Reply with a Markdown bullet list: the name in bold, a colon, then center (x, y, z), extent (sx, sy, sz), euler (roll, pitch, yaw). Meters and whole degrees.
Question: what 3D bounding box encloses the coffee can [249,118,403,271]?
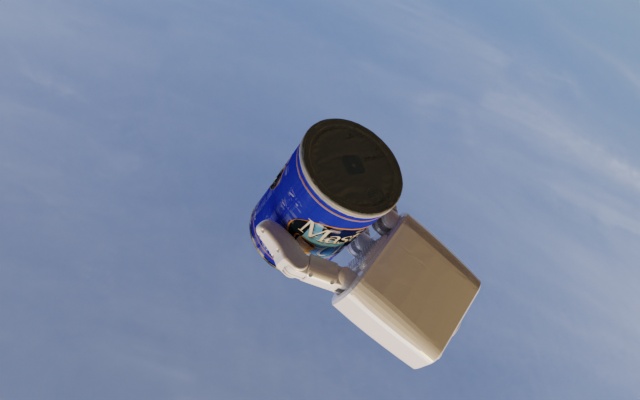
- **coffee can**: center (0.000, 0.001, 0.476), extent (0.103, 0.102, 0.140), euler (0, -29, -30)
